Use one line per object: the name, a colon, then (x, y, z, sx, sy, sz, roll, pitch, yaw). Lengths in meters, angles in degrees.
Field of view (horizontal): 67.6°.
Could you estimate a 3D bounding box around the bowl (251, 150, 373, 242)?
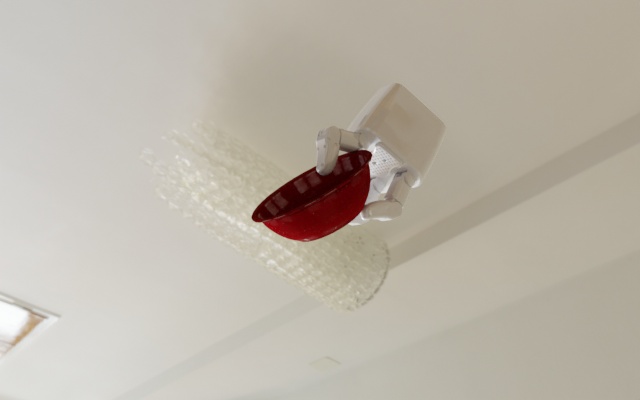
bowl: (-0.001, 0.003, 0.573, 0.162, 0.055, 0.162, -27, 15, 8)
